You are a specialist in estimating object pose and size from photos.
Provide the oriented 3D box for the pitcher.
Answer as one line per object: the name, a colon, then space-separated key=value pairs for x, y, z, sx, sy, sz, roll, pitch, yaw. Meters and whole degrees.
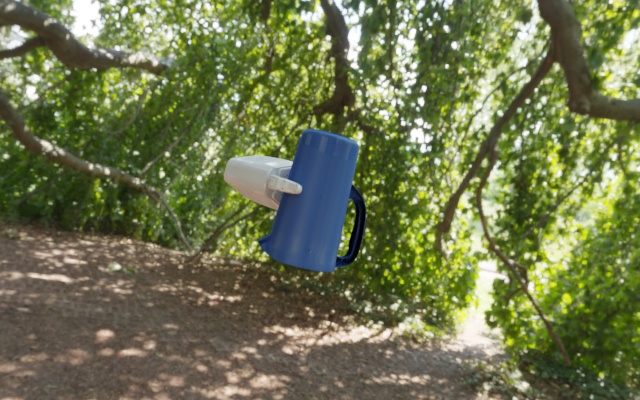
pitcher: x=0.000 y=0.003 z=0.868 sx=0.145 sy=0.243 sz=0.149 roll=16 pitch=2 yaw=29
